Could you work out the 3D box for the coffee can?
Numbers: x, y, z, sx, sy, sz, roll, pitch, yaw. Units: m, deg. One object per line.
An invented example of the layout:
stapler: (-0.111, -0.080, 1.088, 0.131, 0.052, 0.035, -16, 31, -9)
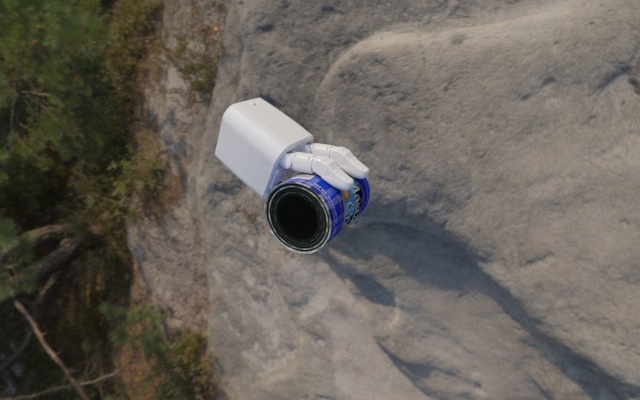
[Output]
coffee can: (0.000, 0.002, 0.686, 0.103, 0.103, 0.140, 0, 18, 29)
